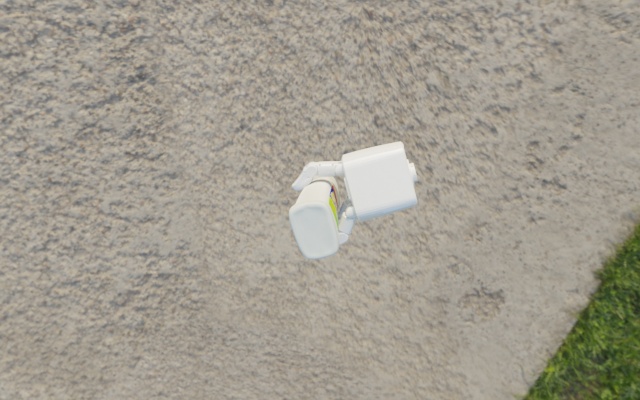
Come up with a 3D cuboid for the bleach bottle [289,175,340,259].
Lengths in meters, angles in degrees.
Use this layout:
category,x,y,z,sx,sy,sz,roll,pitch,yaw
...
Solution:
category,x,y,z,sx,sy,sz,roll,pitch,yaw
bleach bottle,0.000,0.003,0.845,0.068,0.103,0.250,-12,21,9
